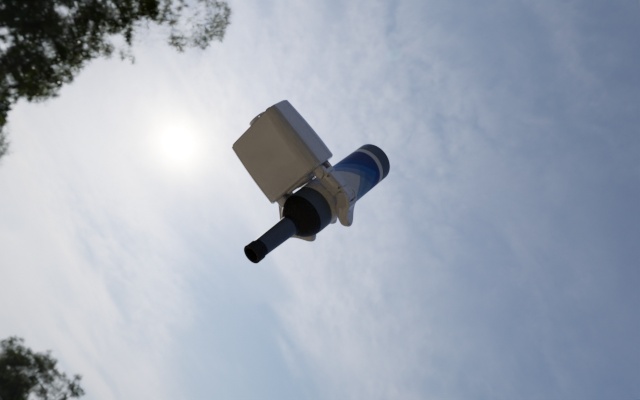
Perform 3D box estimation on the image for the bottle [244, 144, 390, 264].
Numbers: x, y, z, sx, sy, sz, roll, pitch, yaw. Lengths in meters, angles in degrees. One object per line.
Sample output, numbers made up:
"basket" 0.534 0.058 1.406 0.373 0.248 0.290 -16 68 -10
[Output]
"bottle" 0.000 0.002 0.699 0.069 0.069 0.295 0 27 42
